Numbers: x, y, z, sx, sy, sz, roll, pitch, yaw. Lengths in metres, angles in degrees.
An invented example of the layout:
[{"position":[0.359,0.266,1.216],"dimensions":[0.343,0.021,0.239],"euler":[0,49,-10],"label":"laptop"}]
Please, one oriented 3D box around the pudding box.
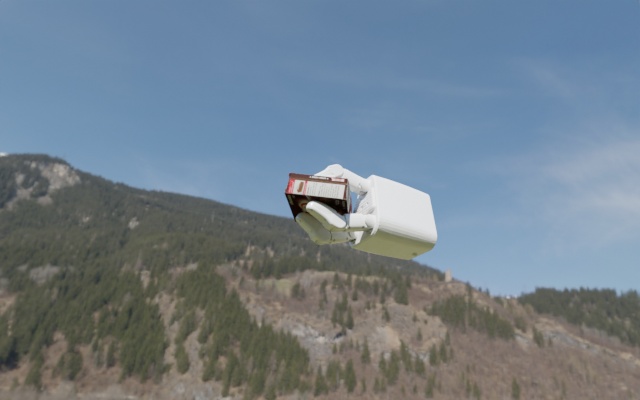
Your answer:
[{"position":[0.000,0.002,0.717],"dimensions":[0.090,0.039,0.113],"euler":[5,-26,9],"label":"pudding box"}]
